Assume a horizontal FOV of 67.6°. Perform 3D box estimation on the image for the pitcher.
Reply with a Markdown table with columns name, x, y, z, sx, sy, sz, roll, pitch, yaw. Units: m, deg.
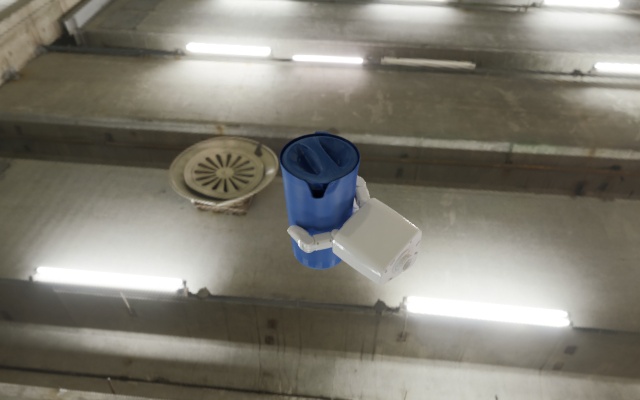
| name | x | y | z | sx | sy | sz | roll | pitch | yaw |
| --- | --- | --- | --- | --- | --- | --- | --- | --- | --- |
| pitcher | 0.000 | 0.003 | 0.871 | 0.149 | 0.243 | 0.145 | -34 | 53 | -31 |
